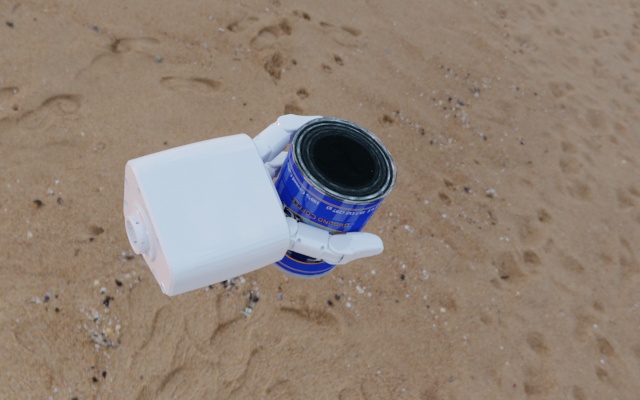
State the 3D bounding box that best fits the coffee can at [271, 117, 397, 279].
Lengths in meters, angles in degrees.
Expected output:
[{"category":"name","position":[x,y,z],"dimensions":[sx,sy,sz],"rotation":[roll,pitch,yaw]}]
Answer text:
[{"category":"coffee can","position":[0.000,0.002,0.485],"dimensions":[0.103,0.102,0.140],"rotation":[0,-36,-24]}]
